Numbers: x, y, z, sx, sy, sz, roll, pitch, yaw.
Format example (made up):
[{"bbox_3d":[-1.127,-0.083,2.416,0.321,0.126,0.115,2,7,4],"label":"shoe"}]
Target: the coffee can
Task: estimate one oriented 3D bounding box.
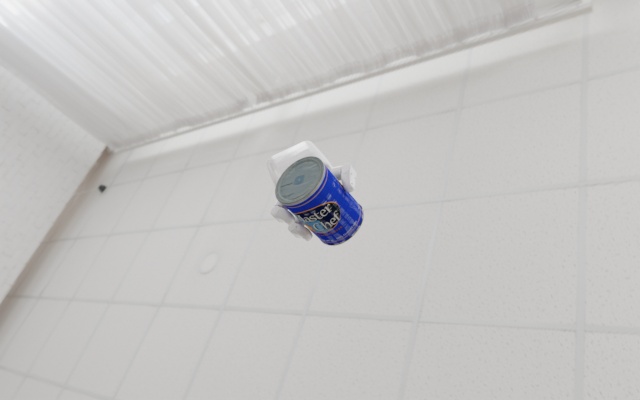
[{"bbox_3d":[0.000,0.003,0.865,0.103,0.102,0.140,0,-35,41],"label":"coffee can"}]
